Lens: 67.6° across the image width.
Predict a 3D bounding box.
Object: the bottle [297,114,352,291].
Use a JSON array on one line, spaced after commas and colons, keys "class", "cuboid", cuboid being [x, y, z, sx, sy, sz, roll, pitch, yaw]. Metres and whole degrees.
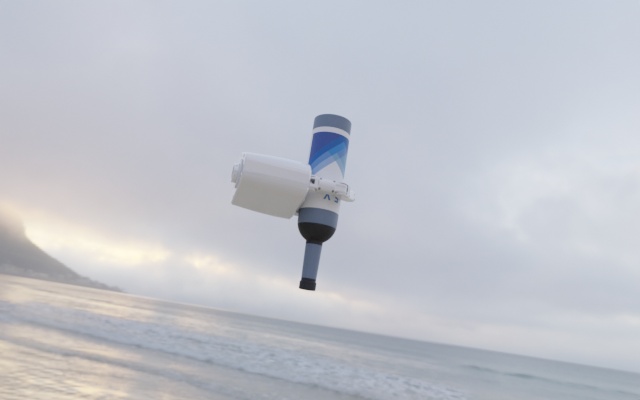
[{"class": "bottle", "cuboid": [0.000, 0.002, 0.803, 0.069, 0.295, 0.069, 8, -14, 2]}]
